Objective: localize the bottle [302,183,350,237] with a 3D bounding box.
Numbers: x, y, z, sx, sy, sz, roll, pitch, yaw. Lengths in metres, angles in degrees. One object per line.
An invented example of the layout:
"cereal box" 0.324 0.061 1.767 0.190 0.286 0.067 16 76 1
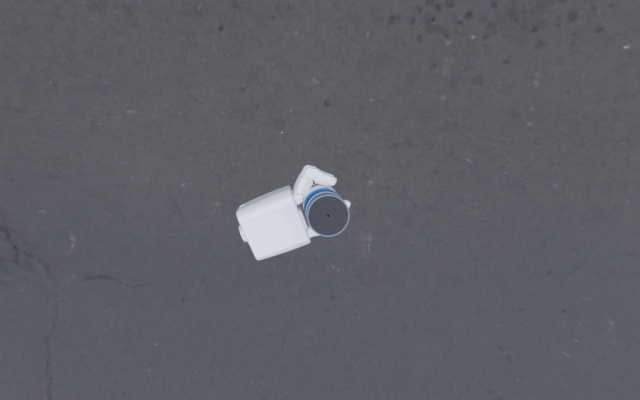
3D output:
"bottle" 0.000 0.003 0.876 0.069 0.069 0.295 0 8 -5
